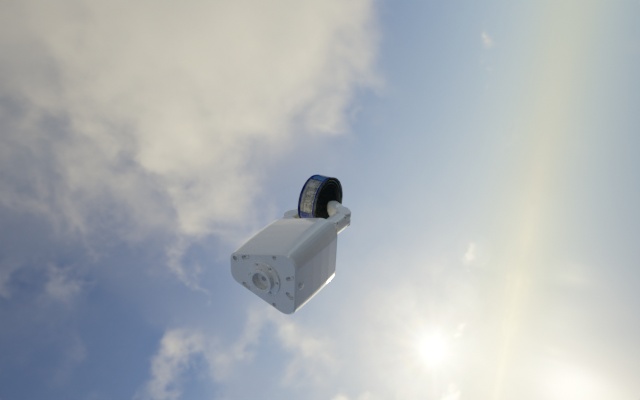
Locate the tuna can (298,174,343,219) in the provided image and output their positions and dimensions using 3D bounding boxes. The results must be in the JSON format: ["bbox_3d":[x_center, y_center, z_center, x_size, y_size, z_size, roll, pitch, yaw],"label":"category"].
[{"bbox_3d":[0.000,0.002,0.756,0.034,0.086,0.086,14,7,29],"label":"tuna can"}]
